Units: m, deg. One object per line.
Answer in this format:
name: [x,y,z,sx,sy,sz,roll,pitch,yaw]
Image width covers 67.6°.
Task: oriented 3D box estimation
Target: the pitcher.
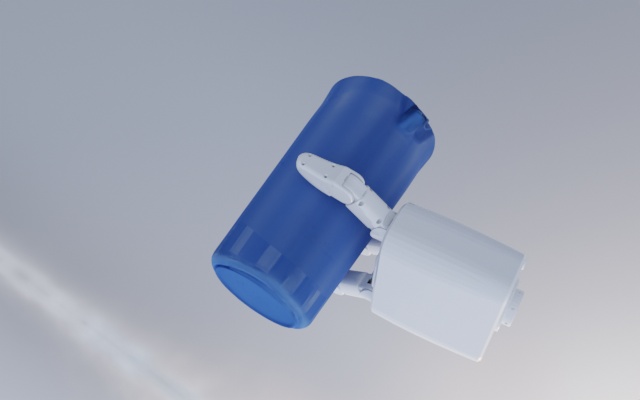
pitcher: [0.000,0.002,0.486,0.145,0.242,0.149,24,-29,22]
